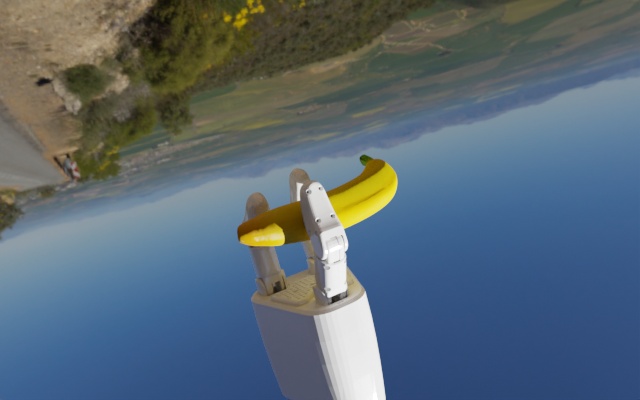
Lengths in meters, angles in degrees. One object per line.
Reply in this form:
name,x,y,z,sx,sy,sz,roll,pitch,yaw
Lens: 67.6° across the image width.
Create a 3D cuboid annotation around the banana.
banana,0.016,0.000,0.429,0.069,0.037,0.197,1,21,40
